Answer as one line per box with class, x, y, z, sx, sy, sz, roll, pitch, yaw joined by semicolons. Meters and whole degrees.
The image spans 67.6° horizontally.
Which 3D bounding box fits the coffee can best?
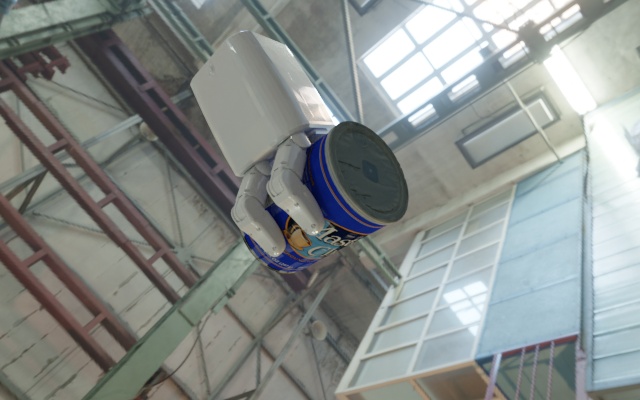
coffee can;0.000;0.002;0.471;0.103;0.102;0.140;0;-25;-47
